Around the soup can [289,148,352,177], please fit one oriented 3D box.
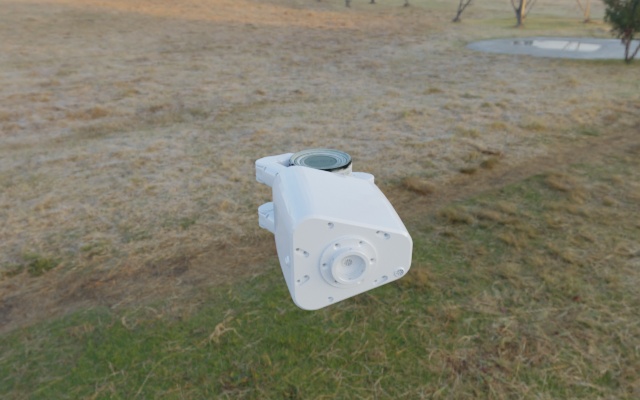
[{"bbox_3d":[0.000,0.001,0.522,0.068,0.102,0.068,0,25,0],"label":"soup can"}]
